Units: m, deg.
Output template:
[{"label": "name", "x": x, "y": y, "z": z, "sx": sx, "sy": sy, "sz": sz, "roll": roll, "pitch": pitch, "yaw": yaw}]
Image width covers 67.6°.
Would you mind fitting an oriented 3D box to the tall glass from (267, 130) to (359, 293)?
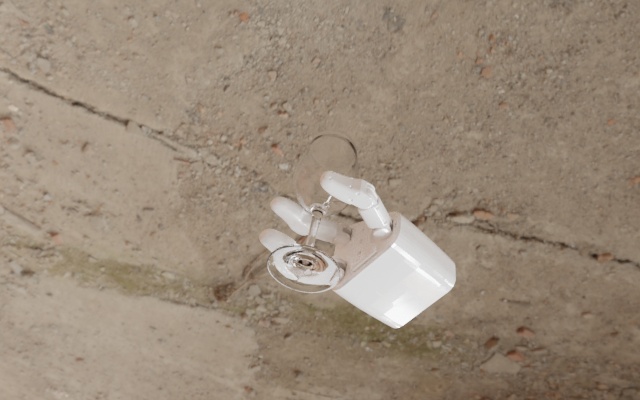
[{"label": "tall glass", "x": 0.000, "y": 0.002, "z": 0.541, "sx": 0.079, "sy": 0.079, "sz": 0.201, "roll": 0, "pitch": 43, "yaw": 13}]
